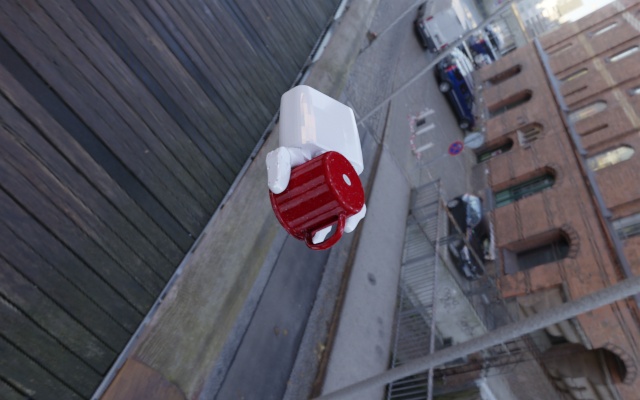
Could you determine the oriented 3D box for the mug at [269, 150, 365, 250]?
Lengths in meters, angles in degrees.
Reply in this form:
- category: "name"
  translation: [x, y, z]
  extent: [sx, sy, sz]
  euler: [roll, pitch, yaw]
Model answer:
- category: "mug"
  translation: [0.000, 0.003, 0.566]
  extent: [0.081, 0.117, 0.093]
  euler: [-26, -36, 28]
